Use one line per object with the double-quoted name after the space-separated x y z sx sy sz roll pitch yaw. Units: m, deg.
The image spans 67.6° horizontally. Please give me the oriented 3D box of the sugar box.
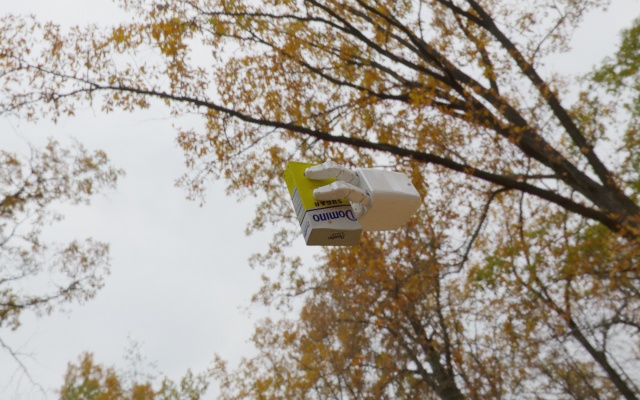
0.000 0.002 0.828 0.093 0.048 0.176 2 38 -24 "sugar box"
